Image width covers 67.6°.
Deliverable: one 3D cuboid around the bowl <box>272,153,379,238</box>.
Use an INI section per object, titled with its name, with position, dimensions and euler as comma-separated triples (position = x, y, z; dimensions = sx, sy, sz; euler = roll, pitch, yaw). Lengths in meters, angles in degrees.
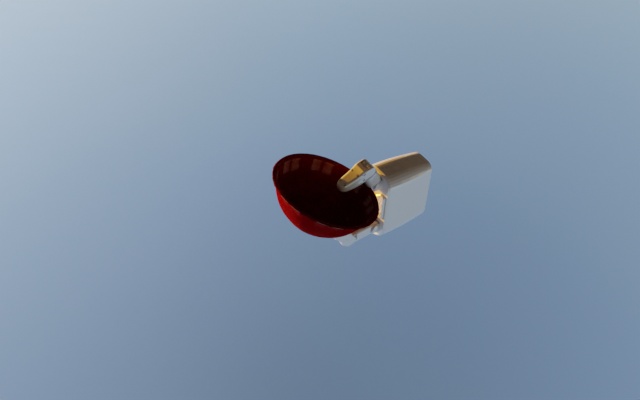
[bowl]
position = -0.001, 0.003, 0.684
dimensions = 0.162, 0.055, 0.162
euler = 18, 35, -13
